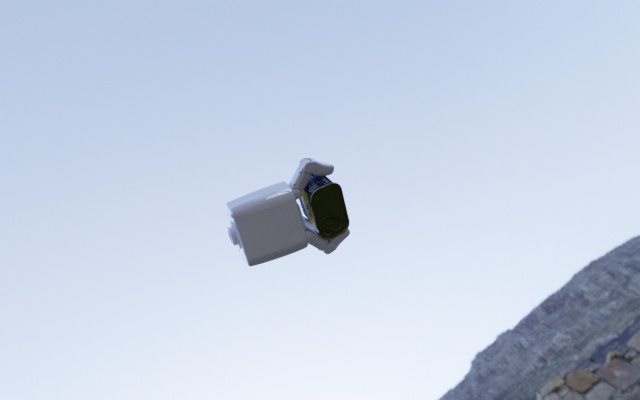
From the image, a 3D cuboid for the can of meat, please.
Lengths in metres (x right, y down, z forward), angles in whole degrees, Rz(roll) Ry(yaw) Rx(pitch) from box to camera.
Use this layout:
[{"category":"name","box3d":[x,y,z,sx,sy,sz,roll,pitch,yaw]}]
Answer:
[{"category":"can of meat","box3d":[0.000,0.002,0.819,0.057,0.102,0.084,-24,33,-15]}]
